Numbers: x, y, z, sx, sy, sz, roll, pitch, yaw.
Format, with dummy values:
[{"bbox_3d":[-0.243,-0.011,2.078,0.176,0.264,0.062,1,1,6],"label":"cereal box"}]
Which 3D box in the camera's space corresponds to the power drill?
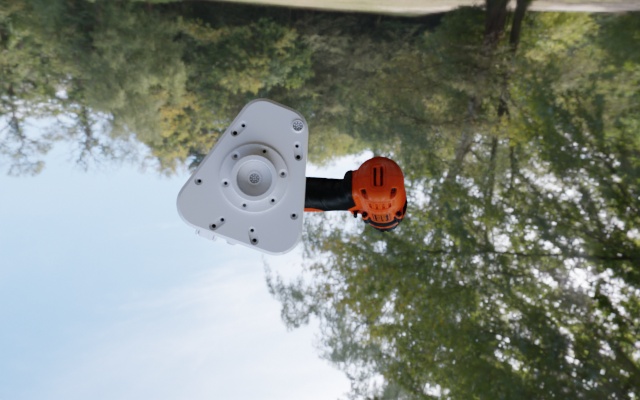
[{"bbox_3d":[0.000,0.002,0.521,0.187,0.057,0.184,-3,-16,9],"label":"power drill"}]
